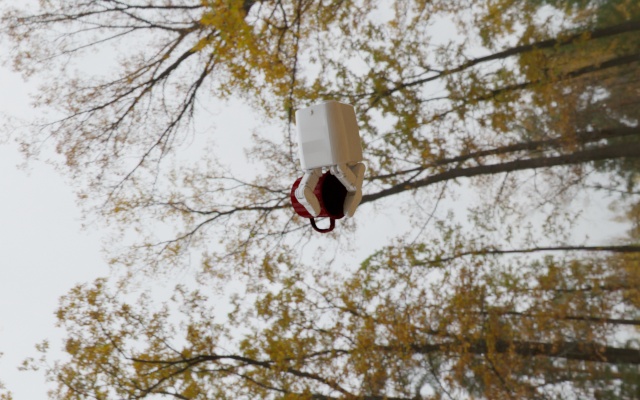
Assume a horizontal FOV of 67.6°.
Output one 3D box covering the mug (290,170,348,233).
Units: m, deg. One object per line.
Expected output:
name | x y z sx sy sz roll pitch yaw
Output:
mug | 0.000 0.004 0.891 0.081 0.117 0.093 -5 3 40
